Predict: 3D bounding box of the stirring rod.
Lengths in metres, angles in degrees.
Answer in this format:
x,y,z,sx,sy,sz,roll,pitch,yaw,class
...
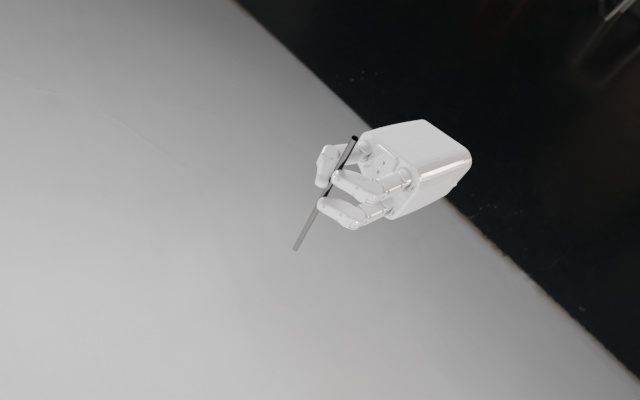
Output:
x,y,z,sx,sy,sz,roll,pitch,yaw,class
0.000,0.002,0.598,0.011,0.011,0.240,0,-34,-21,stirring rod
